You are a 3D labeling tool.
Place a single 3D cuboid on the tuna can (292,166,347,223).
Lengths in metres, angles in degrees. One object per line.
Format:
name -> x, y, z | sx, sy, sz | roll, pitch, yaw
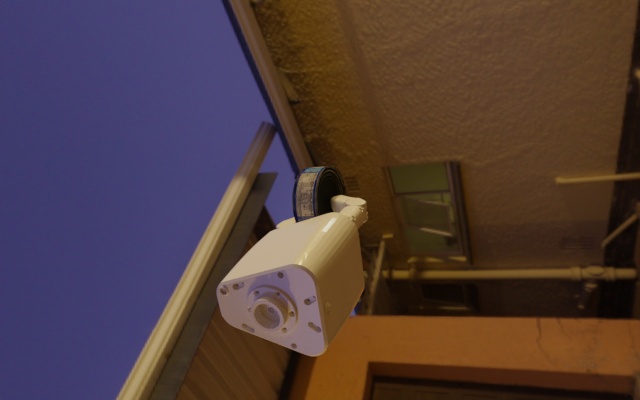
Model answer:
tuna can -> 0.000, 0.002, 0.575 | 0.034, 0.086, 0.086 | -2, -1, 26
